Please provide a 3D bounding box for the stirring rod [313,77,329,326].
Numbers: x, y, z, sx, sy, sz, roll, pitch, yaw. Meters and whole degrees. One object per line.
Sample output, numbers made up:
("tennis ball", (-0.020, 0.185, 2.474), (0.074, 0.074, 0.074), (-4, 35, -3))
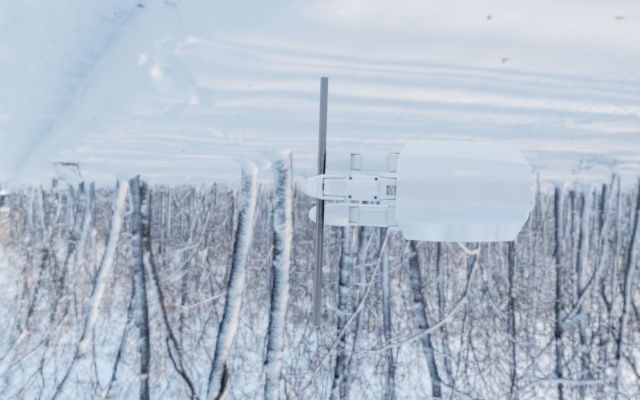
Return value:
("stirring rod", (0.000, 0.001, 0.464), (0.011, 0.239, 0.011), (2, 1, 0))
